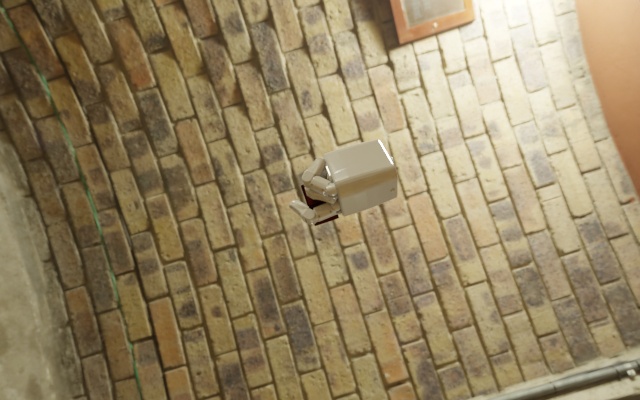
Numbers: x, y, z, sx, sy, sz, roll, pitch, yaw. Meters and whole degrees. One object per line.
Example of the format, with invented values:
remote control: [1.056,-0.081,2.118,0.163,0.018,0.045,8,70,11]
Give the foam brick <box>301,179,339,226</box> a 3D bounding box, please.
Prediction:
foam brick: [0.000,0.003,0.896,0.051,0.053,0.078,-19,-30,-2]
